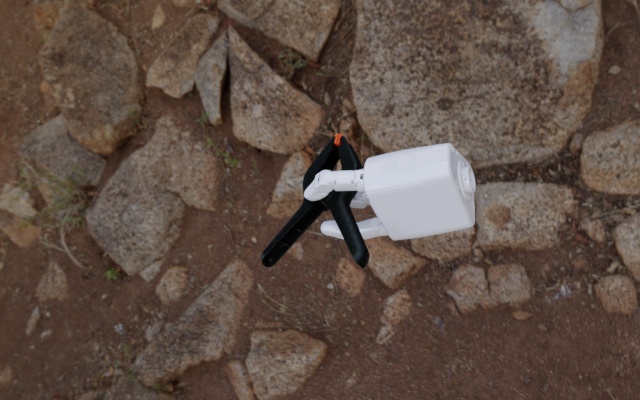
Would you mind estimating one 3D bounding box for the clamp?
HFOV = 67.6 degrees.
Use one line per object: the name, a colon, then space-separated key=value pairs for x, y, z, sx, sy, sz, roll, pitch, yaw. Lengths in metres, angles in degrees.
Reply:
clamp: x=0.000 y=0.001 z=0.656 sx=0.164 sy=0.209 sz=0.036 roll=-11 pitch=-36 yaw=30
